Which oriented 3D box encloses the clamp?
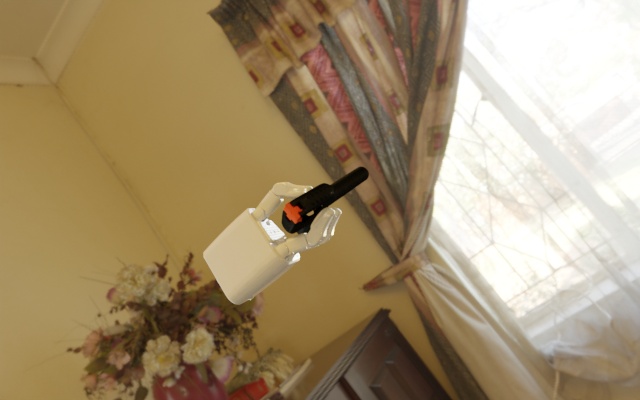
[{"bbox_3d":[-0.001,0.002,0.733,0.164,0.036,0.210,-44,-9,9],"label":"clamp"}]
